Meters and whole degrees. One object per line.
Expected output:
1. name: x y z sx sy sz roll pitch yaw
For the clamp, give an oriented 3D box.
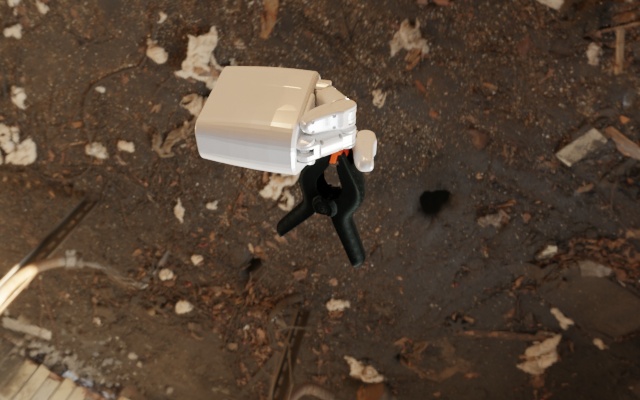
1. clamp: 0.000 0.002 0.567 0.120 0.172 0.039 10 37 13
